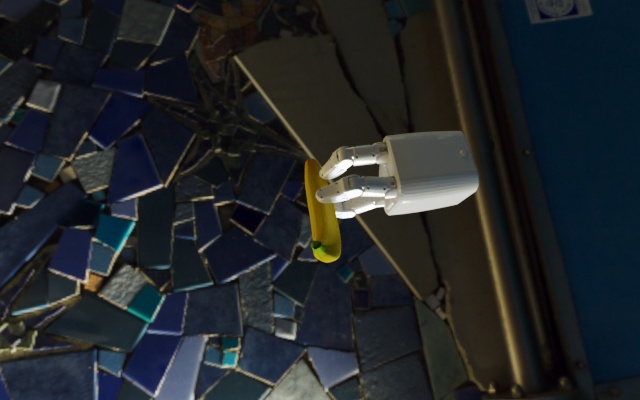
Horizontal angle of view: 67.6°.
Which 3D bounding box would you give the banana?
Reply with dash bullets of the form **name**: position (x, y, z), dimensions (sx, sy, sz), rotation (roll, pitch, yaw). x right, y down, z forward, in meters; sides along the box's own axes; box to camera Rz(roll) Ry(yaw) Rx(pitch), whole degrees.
- **banana**: position (0.003, 0.019, 0.631), dimensions (0.037, 0.070, 0.197), rotation (-9, 35, 0)
